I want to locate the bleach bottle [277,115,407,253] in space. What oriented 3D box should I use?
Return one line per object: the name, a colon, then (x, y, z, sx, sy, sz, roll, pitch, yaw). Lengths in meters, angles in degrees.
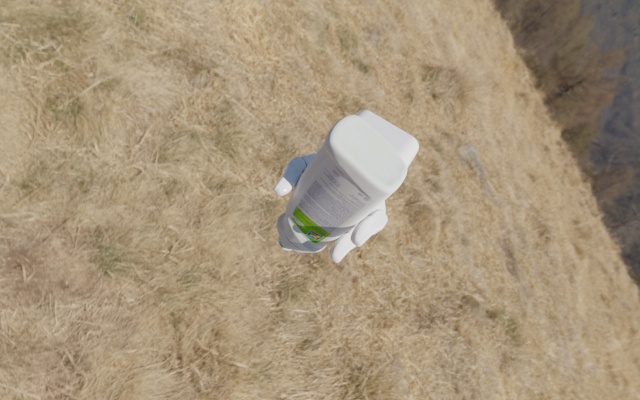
bleach bottle: (0.000, 0.002, 0.617, 0.068, 0.102, 0.251, -48, 3, -39)
